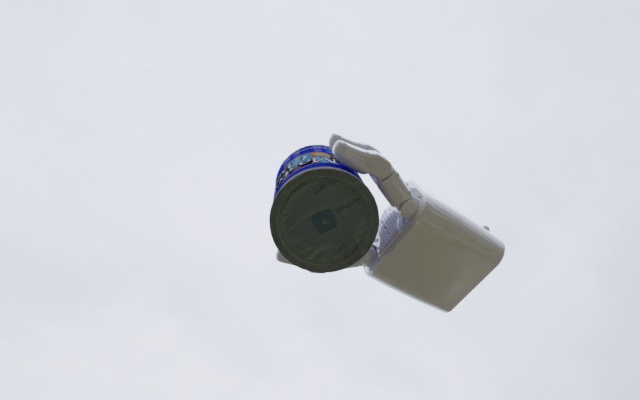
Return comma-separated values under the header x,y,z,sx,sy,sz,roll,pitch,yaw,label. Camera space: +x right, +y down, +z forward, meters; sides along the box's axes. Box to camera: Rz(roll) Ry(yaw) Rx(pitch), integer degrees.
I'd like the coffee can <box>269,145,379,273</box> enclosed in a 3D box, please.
x,y,z,sx,sy,sz,roll,pitch,yaw,label
0.000,0.002,0.509,0.103,0.103,0.140,0,16,-3,coffee can
